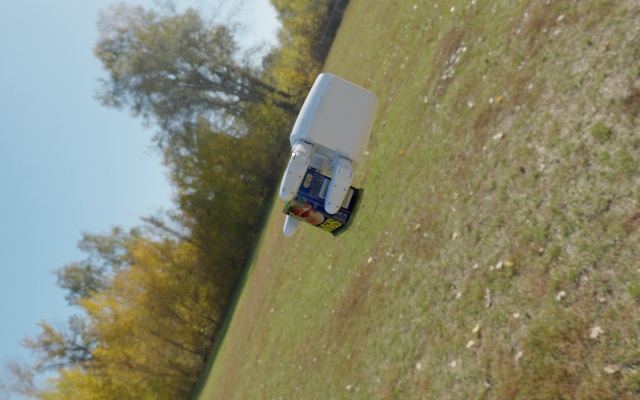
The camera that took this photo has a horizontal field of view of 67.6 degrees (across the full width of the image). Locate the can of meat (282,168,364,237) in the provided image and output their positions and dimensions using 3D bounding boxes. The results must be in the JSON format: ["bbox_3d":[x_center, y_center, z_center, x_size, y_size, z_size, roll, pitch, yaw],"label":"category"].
[{"bbox_3d":[0.000,0.002,0.629,0.084,0.057,0.102,23,-16,-7],"label":"can of meat"}]
